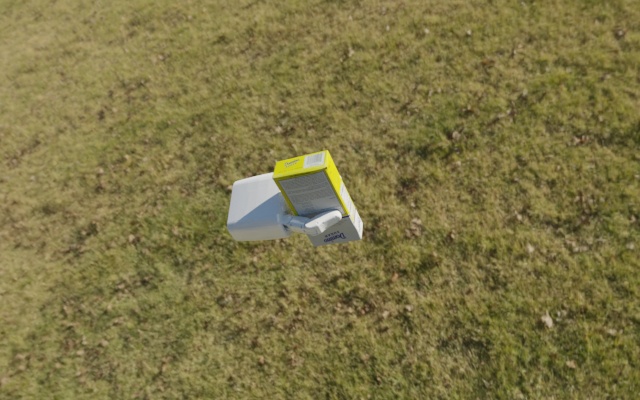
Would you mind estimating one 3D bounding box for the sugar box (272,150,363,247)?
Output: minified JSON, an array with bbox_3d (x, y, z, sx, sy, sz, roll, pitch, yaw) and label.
[{"bbox_3d":[0.000,0.002,0.796,0.093,0.048,0.176,-10,-45,20],"label":"sugar box"}]
